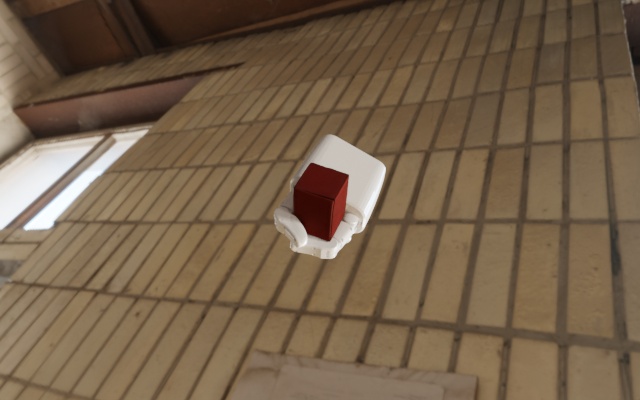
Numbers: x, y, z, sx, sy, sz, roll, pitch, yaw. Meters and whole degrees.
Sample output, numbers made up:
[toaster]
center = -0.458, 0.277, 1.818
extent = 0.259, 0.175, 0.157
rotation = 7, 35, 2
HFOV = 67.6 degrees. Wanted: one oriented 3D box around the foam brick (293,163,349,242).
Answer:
[foam brick]
center = 0.000, 0.002, 0.590
extent = 0.053, 0.078, 0.051
rotation = 20, 49, 14
